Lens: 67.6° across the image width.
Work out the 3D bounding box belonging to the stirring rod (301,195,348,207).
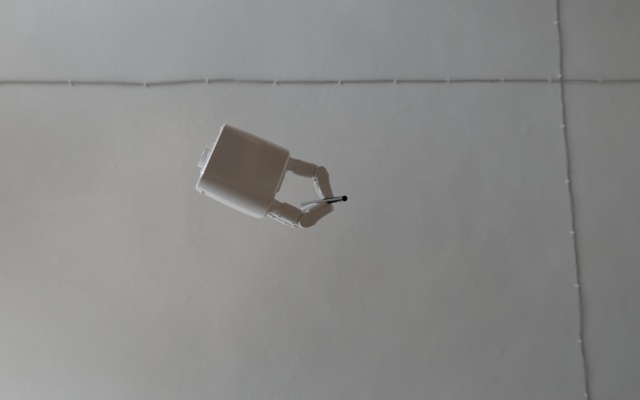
[{"bbox_3d":[0.000,0.002,0.747,0.011,0.011,0.239,0,-2,-15],"label":"stirring rod"}]
